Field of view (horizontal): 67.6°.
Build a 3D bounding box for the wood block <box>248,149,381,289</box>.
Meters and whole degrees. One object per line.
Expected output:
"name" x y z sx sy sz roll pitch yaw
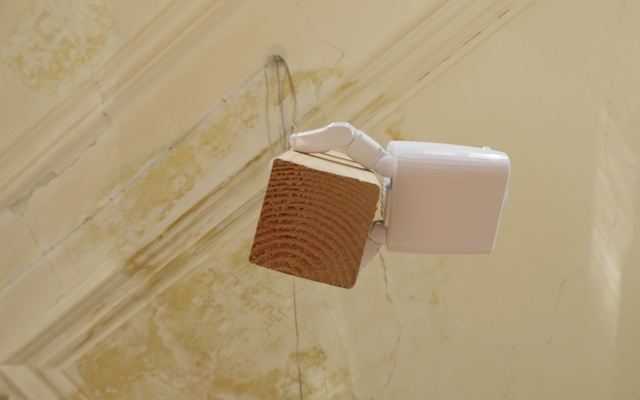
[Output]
"wood block" 0.000 0.002 0.475 0.090 0.091 0.206 15 10 1
